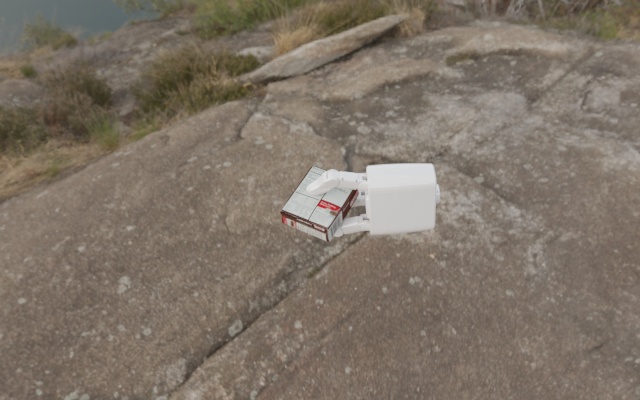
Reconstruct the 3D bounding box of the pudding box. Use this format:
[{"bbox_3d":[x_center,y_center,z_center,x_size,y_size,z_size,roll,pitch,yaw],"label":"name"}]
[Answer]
[{"bbox_3d":[0.000,0.002,0.785,0.090,0.113,0.039,21,-36,20],"label":"pudding box"}]
